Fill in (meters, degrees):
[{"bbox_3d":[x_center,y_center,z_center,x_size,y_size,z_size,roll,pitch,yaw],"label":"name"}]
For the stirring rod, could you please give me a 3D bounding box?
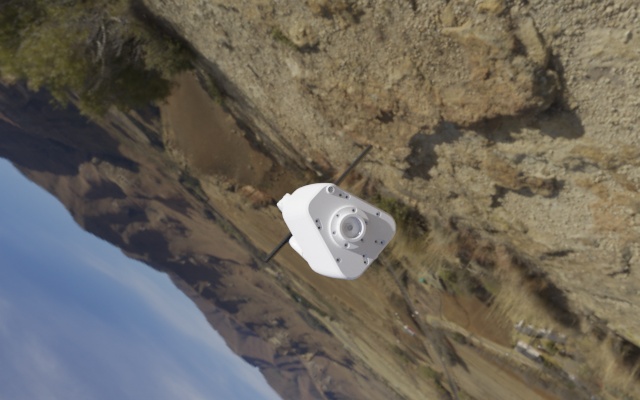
[{"bbox_3d":[0.000,0.002,0.714,0.011,0.239,0.011,40,-14,12],"label":"stirring rod"}]
